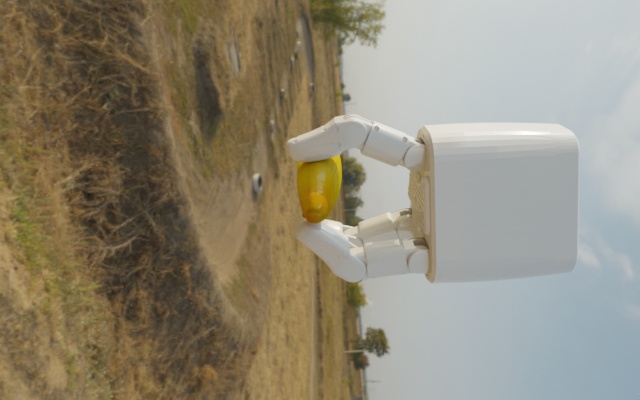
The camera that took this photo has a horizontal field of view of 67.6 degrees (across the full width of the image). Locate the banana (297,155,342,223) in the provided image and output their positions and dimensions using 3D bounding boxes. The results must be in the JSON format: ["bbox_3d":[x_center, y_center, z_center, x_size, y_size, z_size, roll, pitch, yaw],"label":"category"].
[{"bbox_3d":[0.000,-0.017,0.417,0.037,0.069,0.198,-1,-1,-1],"label":"banana"}]
